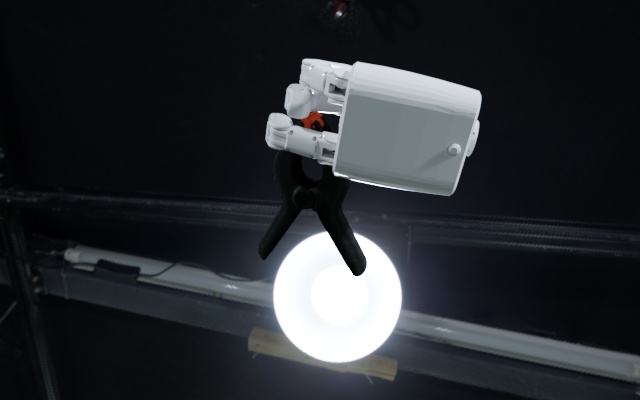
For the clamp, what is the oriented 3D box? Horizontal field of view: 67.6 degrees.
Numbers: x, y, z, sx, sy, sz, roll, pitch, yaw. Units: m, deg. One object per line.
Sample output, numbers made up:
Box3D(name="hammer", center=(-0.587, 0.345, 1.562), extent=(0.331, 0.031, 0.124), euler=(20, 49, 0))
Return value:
Box3D(name="clamp", center=(0.000, 0.001, 0.481), extent=(0.120, 0.171, 0.039), euler=(13, 28, 8))
